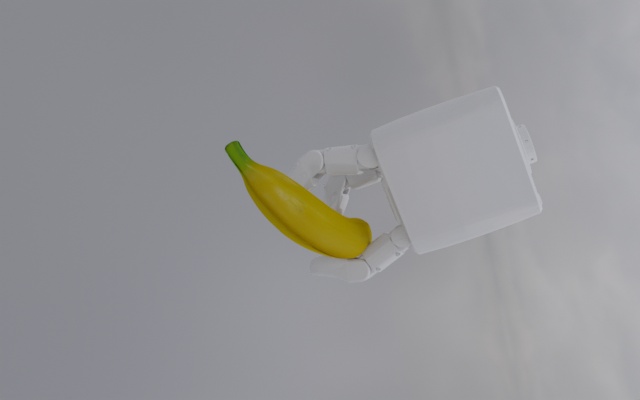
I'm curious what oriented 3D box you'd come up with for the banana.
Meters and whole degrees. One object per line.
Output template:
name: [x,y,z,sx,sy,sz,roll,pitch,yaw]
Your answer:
banana: [0.002,0.015,0.395,0.037,0.069,0.198,-29,-35,20]
